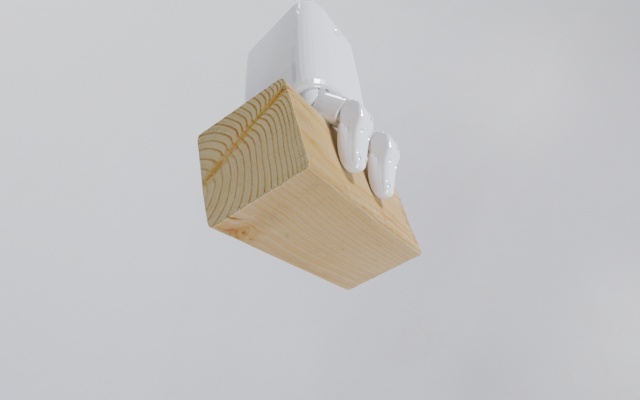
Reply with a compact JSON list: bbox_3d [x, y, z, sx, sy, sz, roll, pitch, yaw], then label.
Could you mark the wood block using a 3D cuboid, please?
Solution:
[{"bbox_3d":[0.000,0.001,0.424,0.091,0.090,0.206,-29,-35,20],"label":"wood block"}]
